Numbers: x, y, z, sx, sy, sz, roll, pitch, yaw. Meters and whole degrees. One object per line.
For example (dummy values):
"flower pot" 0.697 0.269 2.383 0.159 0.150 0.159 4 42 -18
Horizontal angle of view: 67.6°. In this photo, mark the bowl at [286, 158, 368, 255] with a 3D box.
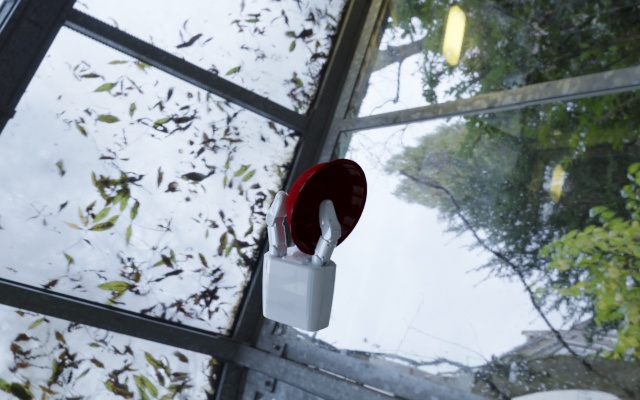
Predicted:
"bowl" 0.000 0.001 0.750 0.162 0.162 0.055 0 22 -46
